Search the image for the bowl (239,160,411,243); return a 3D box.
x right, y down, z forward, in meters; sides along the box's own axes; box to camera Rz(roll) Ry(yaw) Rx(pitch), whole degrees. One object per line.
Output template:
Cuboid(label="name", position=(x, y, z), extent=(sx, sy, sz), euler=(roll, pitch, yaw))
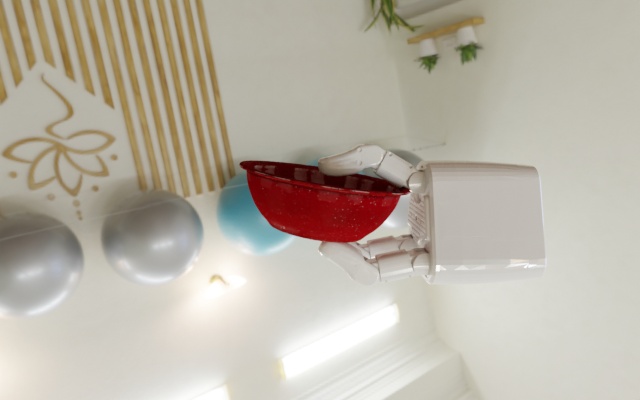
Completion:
Cuboid(label="bowl", position=(-0.001, 0.002, 0.455), extent=(0.162, 0.055, 0.162), euler=(9, 9, -1))
